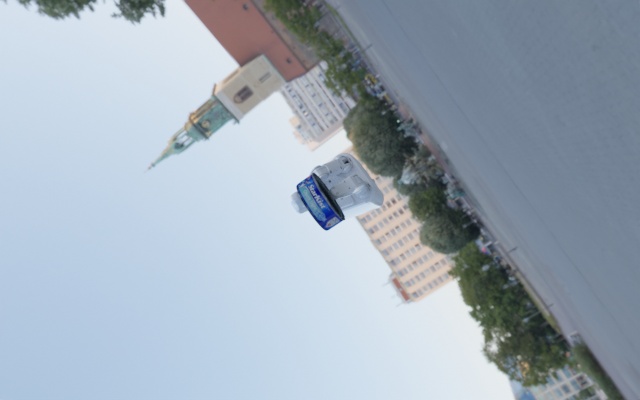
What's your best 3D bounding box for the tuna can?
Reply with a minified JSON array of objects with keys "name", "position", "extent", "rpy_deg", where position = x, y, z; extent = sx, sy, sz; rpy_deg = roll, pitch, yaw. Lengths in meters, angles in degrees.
[{"name":"tuna can","position":[0.000,0.003,0.716],"extent":[0.034,0.086,0.086],"rpy_deg":[-34,-5,8]}]
